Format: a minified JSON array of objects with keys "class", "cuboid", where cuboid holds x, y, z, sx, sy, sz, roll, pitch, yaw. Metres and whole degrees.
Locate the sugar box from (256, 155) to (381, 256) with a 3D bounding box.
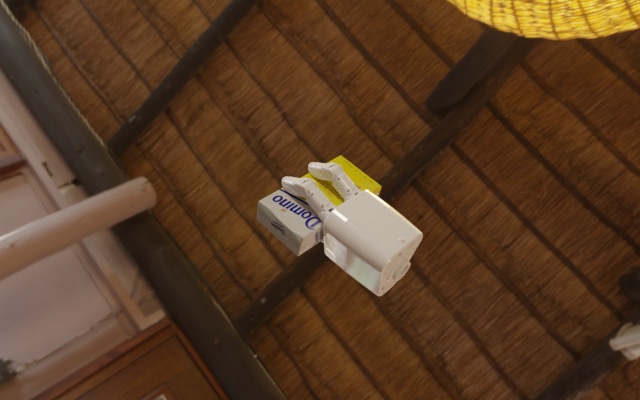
[{"class":"sugar box","cuboid":[0.000,0.002,0.721,0.093,0.048,0.176,39,48,24]}]
